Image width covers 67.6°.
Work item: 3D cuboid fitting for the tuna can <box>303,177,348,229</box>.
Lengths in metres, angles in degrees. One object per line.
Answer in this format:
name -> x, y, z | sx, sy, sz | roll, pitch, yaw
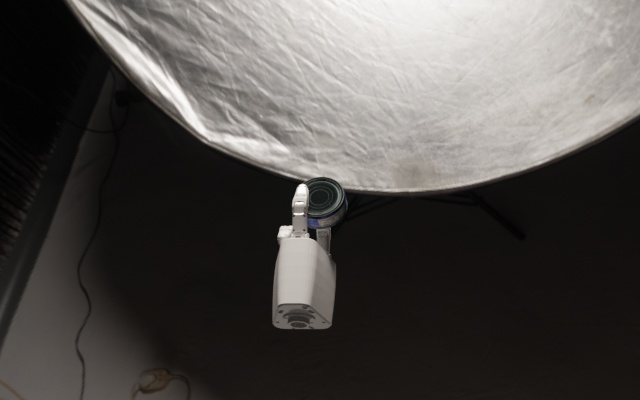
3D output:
tuna can -> 0.000, 0.002, 0.784 | 0.086, 0.086, 0.034 | 0, -36, 12
